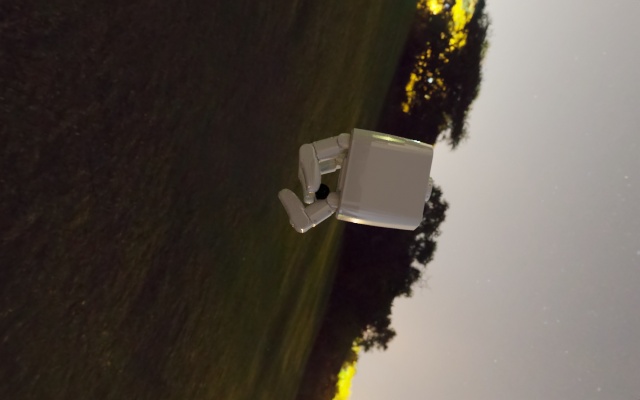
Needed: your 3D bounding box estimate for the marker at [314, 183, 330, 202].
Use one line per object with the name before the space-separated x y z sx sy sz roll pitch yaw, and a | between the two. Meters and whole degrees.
marker | 0.000 0.002 0.647 0.020 0.020 0.121 0 -15 -2
